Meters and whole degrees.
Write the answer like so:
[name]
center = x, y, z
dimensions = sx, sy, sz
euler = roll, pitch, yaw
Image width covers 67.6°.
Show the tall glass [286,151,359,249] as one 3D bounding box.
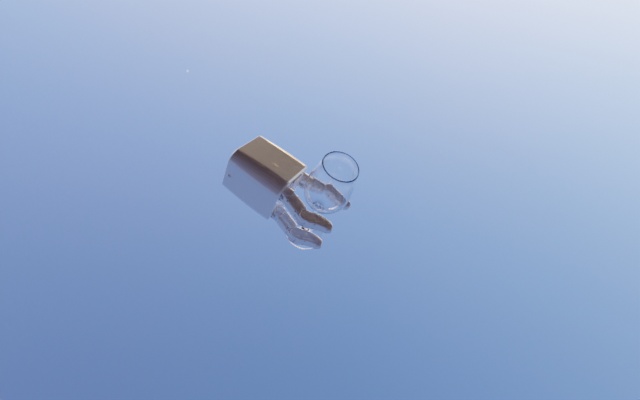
[tall glass]
center = 0.000, 0.003, 0.813
dimensions = 0.079, 0.079, 0.201
euler = 0, -34, -23
